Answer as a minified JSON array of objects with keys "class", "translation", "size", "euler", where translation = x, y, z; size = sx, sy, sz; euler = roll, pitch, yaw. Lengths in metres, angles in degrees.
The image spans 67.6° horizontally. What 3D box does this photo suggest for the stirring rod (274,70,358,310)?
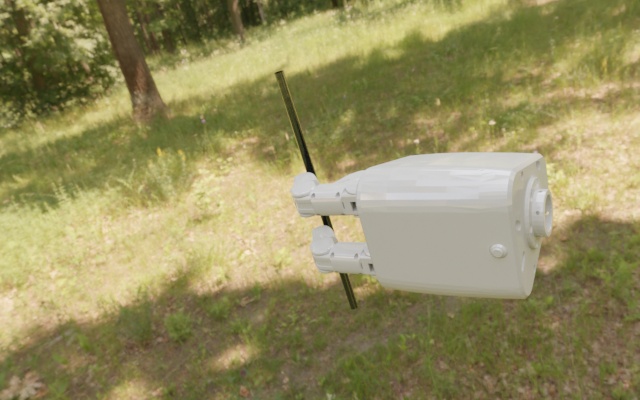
[{"class":"stirring rod","translation":[0.000,0.001,0.434],"size":[0.011,0.240,0.011],"euler":[-15,23,7]}]
